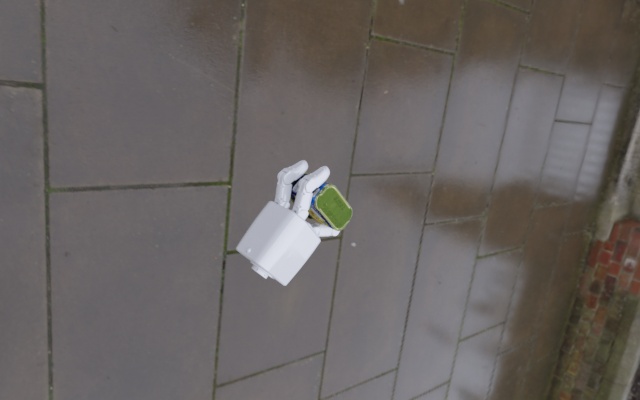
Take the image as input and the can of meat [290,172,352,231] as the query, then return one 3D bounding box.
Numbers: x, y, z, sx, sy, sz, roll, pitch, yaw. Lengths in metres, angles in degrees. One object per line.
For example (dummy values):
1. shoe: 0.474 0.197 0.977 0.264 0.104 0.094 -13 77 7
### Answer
1. can of meat: 0.000 0.003 0.860 0.084 0.057 0.102 24 -20 47
